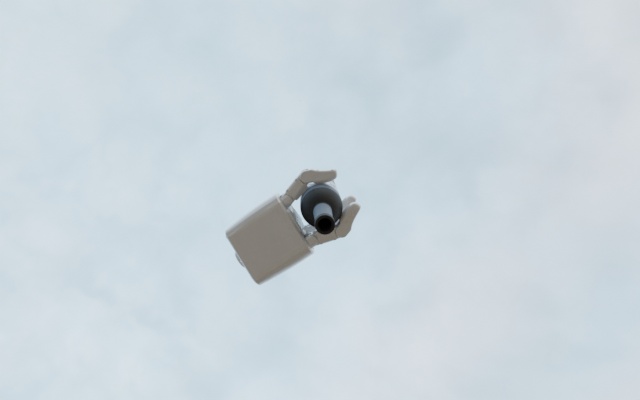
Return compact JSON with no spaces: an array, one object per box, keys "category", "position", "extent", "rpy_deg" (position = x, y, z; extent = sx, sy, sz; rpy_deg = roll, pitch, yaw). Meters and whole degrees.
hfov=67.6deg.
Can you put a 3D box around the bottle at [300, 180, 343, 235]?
[{"category":"bottle","position":[0.000,0.002,0.778],"extent":[0.069,0.069,0.295],"rpy_deg":[0,12,-2]}]
